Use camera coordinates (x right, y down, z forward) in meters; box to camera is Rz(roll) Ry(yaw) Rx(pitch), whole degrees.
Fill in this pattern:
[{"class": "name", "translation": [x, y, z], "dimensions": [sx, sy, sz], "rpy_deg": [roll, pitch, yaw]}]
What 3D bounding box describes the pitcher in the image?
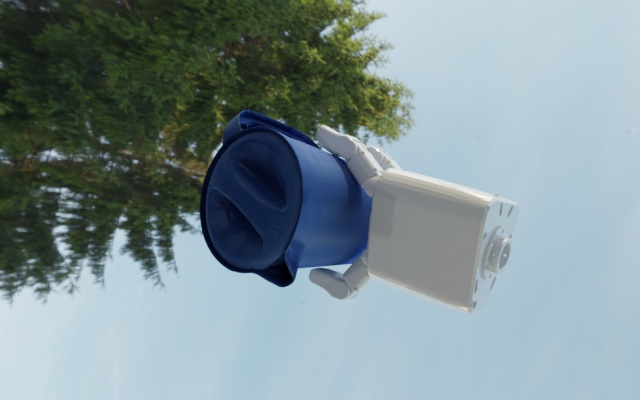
[{"class": "pitcher", "translation": [0.000, 0.002, 0.521], "dimensions": [0.145, 0.149, 0.243], "rpy_deg": [18, 5, 38]}]
